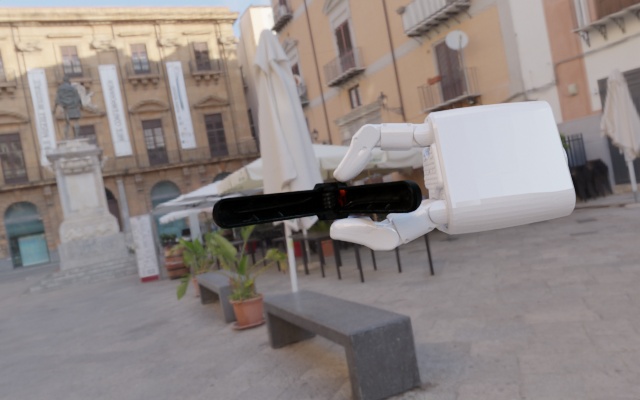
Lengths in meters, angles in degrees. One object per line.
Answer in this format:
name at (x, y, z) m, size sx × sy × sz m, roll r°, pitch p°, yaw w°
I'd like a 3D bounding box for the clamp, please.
clamp at (0.000, 0.001, 0.454) m, size 0.164 × 0.036 × 0.210 m, roll -5°, pitch 1°, yaw 4°
